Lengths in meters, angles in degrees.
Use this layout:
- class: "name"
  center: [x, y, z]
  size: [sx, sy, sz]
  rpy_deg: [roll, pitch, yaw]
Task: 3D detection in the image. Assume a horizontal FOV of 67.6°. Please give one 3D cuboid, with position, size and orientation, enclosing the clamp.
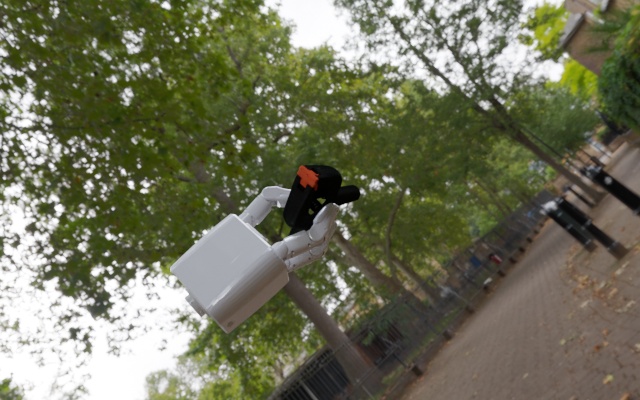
- class: "clamp"
  center: [-0.001, 0.002, 0.646]
  size: [0.036, 0.164, 0.210]
  rpy_deg: [40, -19, 17]
